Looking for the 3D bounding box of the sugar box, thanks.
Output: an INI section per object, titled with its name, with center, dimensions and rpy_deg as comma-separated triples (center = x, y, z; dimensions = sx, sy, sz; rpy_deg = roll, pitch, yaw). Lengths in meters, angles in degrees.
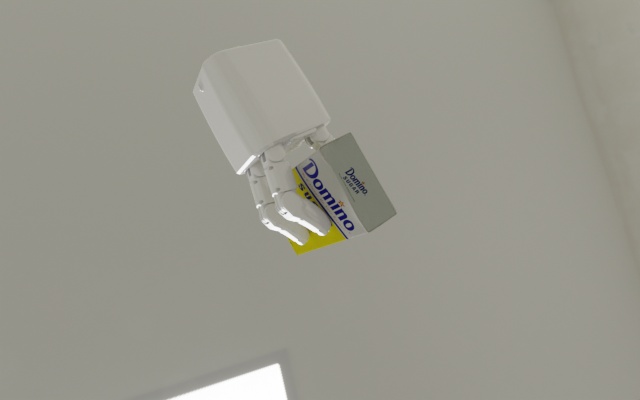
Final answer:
[sugar box]
center = 0.000, 0.002, 0.518
dimensions = 0.048, 0.093, 0.176
rpy_deg = -30, 0, -26
